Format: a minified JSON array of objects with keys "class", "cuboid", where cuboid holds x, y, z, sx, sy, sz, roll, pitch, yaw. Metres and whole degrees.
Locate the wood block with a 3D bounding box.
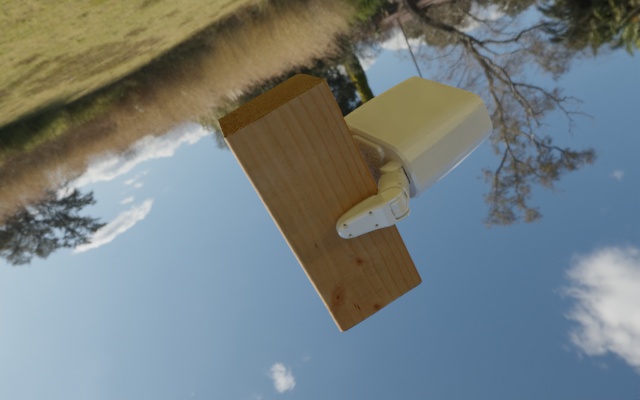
[{"class":"wood block","cuboid":[0.001,0.001,0.433,0.090,0.206,0.090,-31,23,-5]}]
